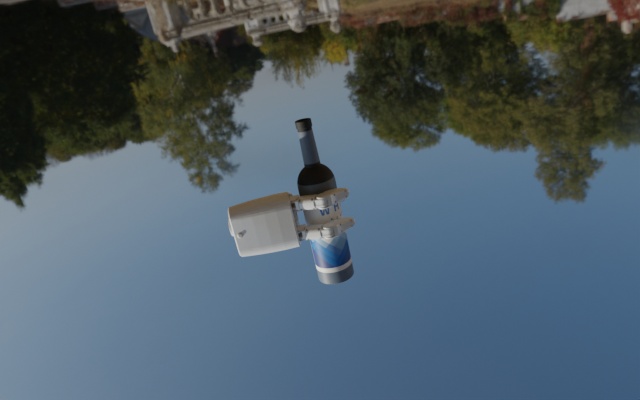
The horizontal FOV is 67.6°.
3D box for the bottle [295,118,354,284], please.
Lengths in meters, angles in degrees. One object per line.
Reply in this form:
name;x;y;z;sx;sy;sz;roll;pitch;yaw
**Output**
bottle;0.000;0.003;0.836;0.069;0.296;0.069;-11;19;4
